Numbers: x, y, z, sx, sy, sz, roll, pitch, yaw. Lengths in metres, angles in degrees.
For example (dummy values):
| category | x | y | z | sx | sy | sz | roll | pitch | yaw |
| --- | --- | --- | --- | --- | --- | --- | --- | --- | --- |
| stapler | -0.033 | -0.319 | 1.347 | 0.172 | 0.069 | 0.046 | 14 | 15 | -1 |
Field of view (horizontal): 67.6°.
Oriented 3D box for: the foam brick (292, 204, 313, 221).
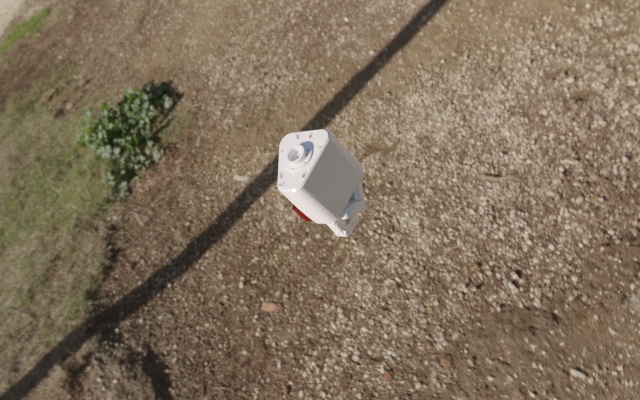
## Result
| category | x | y | z | sx | sy | sz | roll | pitch | yaw |
| --- | --- | --- | --- | --- | --- | --- | --- | --- | --- |
| foam brick | 0.000 | 0.003 | 0.815 | 0.078 | 0.053 | 0.051 | -1 | -27 | 34 |
